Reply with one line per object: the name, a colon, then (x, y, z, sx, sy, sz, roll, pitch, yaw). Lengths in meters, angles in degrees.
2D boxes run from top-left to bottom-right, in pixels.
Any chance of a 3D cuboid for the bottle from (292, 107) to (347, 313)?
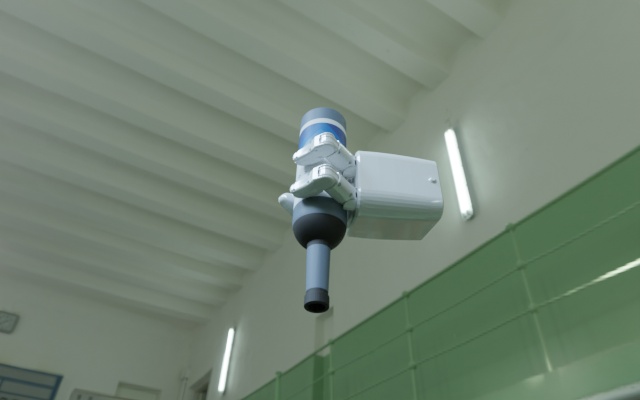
bottle: (0.000, 0.002, 0.603, 0.069, 0.295, 0.069, 1, -40, 1)
